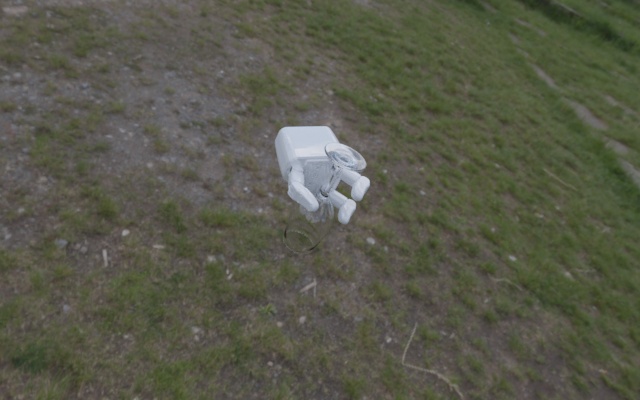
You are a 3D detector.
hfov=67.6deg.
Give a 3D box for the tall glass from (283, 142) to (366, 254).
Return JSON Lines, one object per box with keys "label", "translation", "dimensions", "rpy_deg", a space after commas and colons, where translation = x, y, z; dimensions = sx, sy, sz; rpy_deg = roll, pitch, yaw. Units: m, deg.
{"label": "tall glass", "translation": [0.000, 0.002, 0.817], "dimensions": [0.079, 0.201, 0.079], "rpy_deg": [20, 34, -14]}
